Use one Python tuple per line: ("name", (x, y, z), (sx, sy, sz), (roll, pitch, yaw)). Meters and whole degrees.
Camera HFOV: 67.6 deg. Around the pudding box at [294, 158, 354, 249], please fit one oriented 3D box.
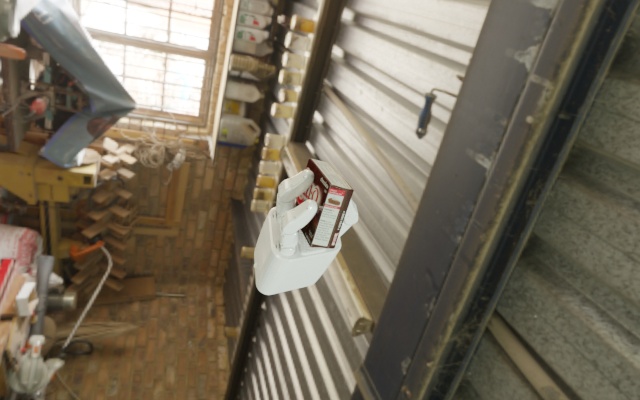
("pudding box", (0.000, 0.002, 0.653), (0.039, 0.090, 0.113), (9, 19, -22))
